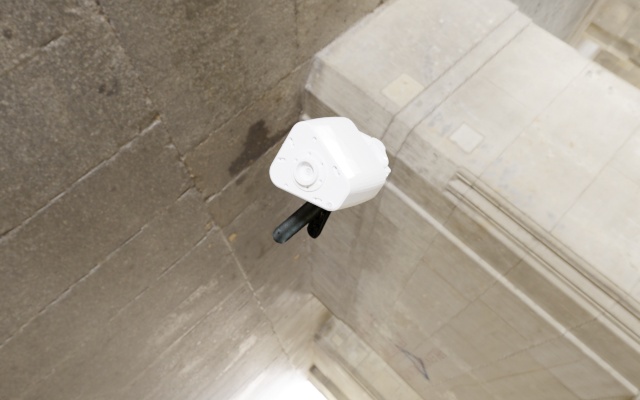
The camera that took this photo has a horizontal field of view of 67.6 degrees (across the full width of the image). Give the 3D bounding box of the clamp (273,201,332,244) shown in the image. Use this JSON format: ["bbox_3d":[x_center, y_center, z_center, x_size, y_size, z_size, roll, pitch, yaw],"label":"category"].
[{"bbox_3d":[0.001,0.003,0.710,0.039,0.171,0.120,41,27,16],"label":"clamp"}]
